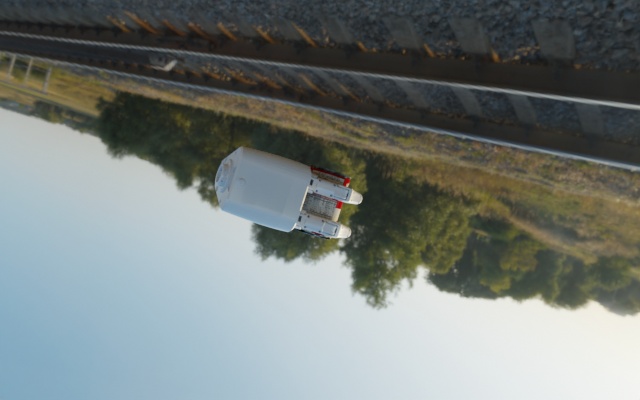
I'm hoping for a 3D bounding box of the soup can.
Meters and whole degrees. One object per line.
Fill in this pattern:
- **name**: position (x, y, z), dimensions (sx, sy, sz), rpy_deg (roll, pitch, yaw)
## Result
- **soup can**: position (0.000, 0.003, 0.739), dimensions (0.068, 0.102, 0.068), rpy_deg (18, 1, 0)
